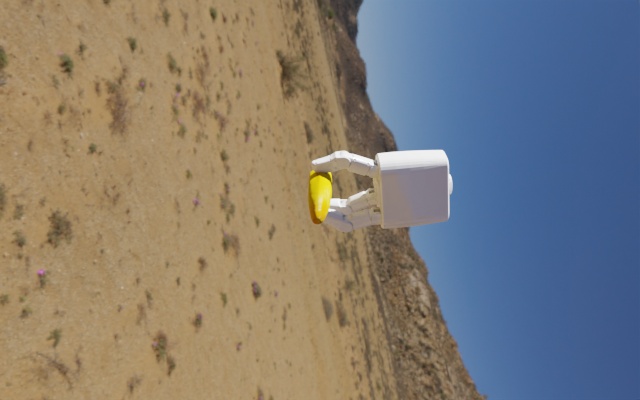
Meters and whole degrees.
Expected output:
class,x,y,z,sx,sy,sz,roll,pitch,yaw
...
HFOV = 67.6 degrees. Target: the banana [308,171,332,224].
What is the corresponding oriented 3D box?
class,x,y,z,sx,sy,sz,roll,pitch,yaw
banana,0.000,-0.017,0.751,0.037,0.069,0.197,-1,10,0
